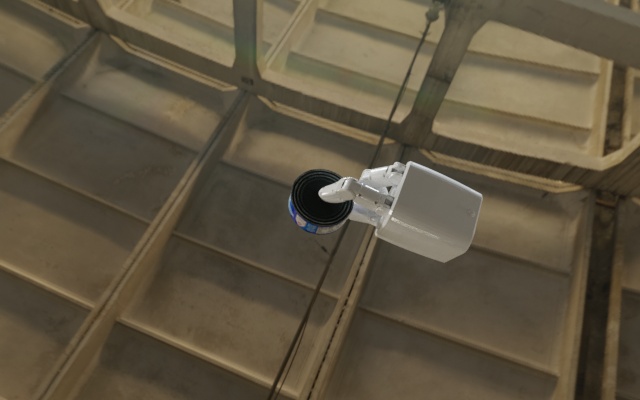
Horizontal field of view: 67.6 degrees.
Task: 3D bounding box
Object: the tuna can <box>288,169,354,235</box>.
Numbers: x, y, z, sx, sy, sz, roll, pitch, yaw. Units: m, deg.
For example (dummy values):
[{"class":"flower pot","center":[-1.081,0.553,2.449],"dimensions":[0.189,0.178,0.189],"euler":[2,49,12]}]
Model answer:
[{"class":"tuna can","center":[0.000,0.002,0.646],"dimensions":[0.086,0.086,0.034],"euler":[0,-27,-12]}]
